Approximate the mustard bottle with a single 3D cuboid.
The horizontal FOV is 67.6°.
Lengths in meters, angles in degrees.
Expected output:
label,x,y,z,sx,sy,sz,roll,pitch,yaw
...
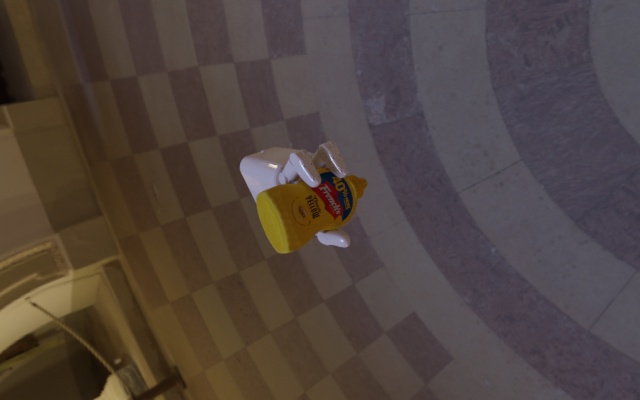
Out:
label,x,y,z,sx,sy,sz,roll,pitch,yaw
mustard bottle,0.000,0.002,0.729,0.191,0.096,0.058,-24,4,-36
